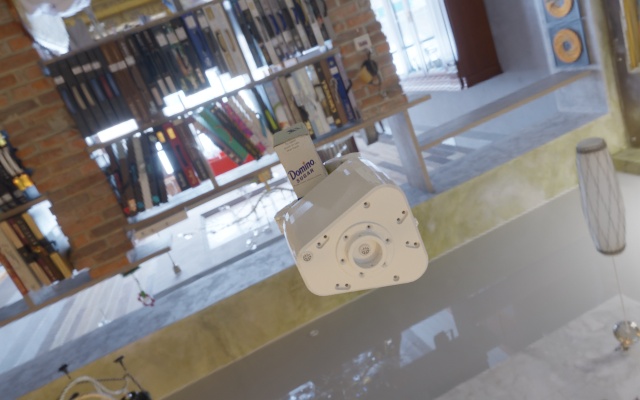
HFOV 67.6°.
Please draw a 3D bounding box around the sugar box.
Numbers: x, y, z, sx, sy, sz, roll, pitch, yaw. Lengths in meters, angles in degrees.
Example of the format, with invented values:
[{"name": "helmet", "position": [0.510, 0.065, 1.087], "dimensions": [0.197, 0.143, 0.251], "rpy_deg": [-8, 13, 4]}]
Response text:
[{"name": "sugar box", "position": [0.001, 0.002, 0.547], "dimensions": [0.048, 0.176, 0.093], "rpy_deg": [-22, 17, 1]}]
